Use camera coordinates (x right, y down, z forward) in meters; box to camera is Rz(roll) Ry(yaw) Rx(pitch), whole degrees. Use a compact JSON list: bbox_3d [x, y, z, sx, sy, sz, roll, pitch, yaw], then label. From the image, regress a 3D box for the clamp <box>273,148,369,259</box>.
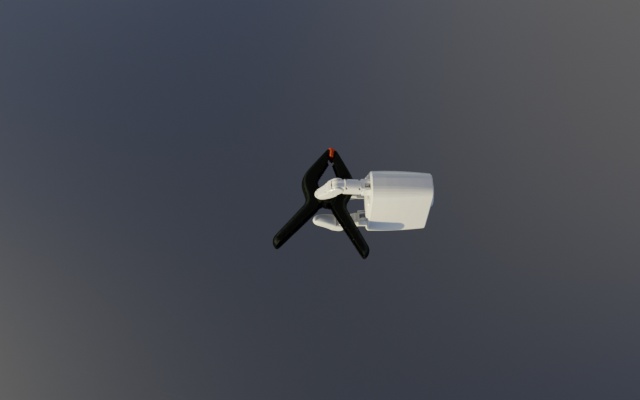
[{"bbox_3d":[0.000,0.002,0.847,0.164,0.210,0.036,1,-25,-3],"label":"clamp"}]
